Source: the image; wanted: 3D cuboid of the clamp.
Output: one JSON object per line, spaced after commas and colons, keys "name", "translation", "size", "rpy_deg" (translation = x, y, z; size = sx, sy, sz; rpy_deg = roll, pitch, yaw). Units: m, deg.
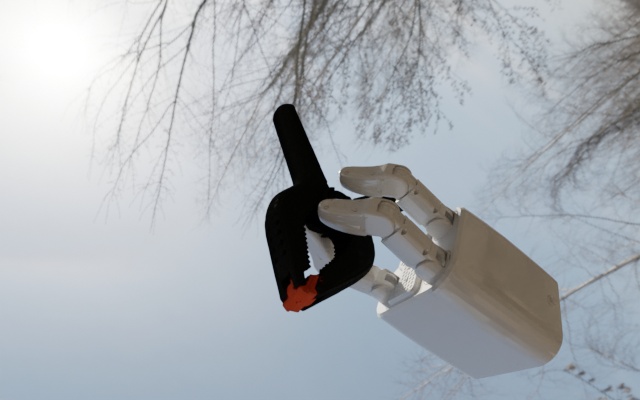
{"name": "clamp", "translation": [0.000, 0.002, 0.401], "size": [0.164, 0.036, 0.210], "rpy_deg": [36, 37, -3]}
